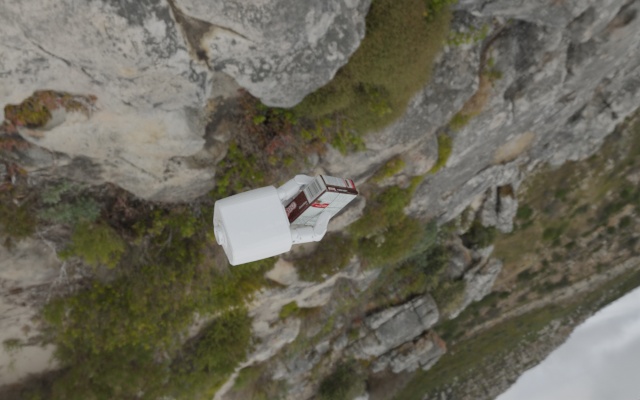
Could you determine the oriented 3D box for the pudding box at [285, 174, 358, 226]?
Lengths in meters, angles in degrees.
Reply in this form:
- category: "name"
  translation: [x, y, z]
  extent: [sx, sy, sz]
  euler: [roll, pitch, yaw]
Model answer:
- category: "pudding box"
  translation: [0.000, 0.003, 0.876]
  extent: [0.090, 0.039, 0.113]
  euler: [5, -37, -47]
